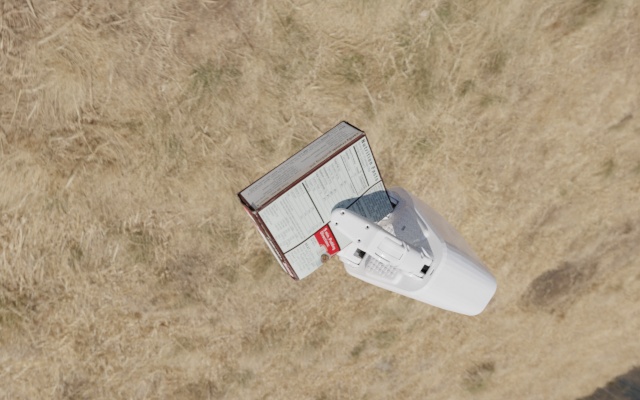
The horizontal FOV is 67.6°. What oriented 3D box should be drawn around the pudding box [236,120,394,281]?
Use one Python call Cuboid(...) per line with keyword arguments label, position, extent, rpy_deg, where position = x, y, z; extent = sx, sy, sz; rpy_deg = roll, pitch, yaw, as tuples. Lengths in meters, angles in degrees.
Cuboid(label="pudding box", position=(0.000, 0.001, 0.402), extent=(0.113, 0.090, 0.039), rpy_deg=(-37, 38, -14))
